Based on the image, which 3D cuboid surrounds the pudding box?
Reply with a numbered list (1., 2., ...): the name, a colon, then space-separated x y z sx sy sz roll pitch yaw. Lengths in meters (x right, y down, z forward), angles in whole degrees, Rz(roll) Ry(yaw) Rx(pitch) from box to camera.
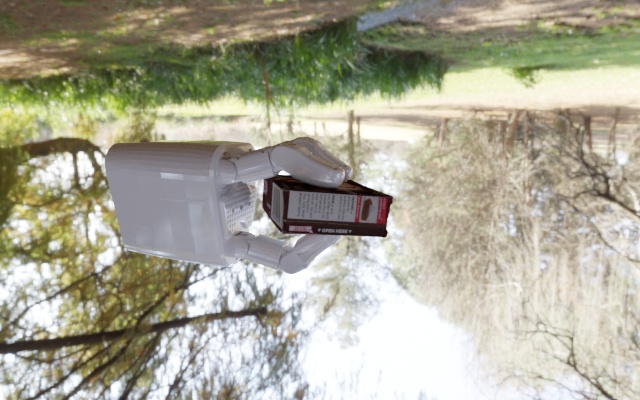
1. pudding box: 0.000 0.002 0.418 0.090 0.039 0.113 3 11 -15
